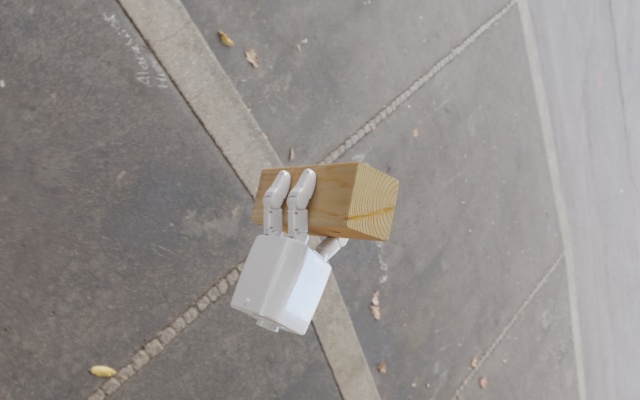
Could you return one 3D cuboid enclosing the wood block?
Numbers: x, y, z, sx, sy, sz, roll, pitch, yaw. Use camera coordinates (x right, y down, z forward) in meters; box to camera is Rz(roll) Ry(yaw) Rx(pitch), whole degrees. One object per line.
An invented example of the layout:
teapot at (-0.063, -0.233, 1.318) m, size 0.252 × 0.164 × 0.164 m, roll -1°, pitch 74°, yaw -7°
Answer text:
wood block at (0.000, 0.003, 0.703) m, size 0.091 × 0.090 × 0.206 m, roll 21°, pitch -14°, yaw -42°
